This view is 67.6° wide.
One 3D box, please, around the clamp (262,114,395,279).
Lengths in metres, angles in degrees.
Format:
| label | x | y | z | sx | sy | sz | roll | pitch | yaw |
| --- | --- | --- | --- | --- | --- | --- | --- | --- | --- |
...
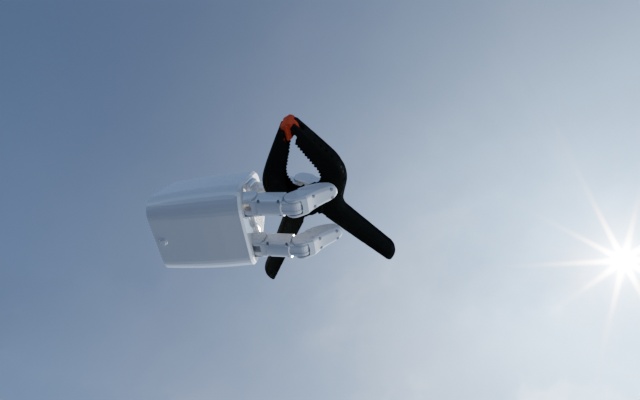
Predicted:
| label | x | y | z | sx | sy | sz | roll | pitch | yaw |
| --- | --- | --- | --- | --- | --- | --- | --- | --- | --- |
| clamp | 0.000 | 0.001 | 0.551 | 0.164 | 0.210 | 0.036 | -6 | 31 | 4 |
